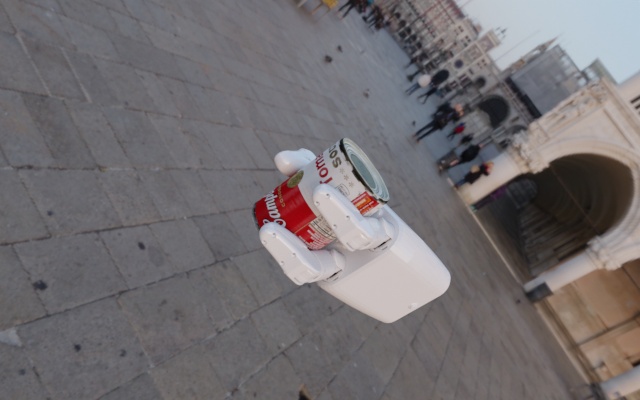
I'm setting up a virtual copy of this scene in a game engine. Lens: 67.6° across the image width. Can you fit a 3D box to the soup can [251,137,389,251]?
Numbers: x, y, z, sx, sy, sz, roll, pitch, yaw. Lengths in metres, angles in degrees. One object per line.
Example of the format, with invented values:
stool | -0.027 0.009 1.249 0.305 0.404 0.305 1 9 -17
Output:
soup can | 0.000 0.001 0.416 0.102 0.068 0.068 -35 -13 19
